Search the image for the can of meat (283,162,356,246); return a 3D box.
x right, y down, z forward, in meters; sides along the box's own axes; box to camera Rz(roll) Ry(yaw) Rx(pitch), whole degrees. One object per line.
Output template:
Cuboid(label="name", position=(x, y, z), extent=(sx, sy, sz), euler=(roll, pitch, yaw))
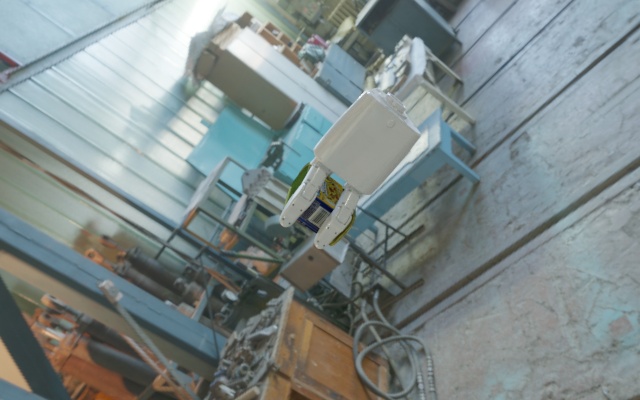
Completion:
Cuboid(label="can of meat", position=(0.000, 0.002, 0.670), extent=(0.084, 0.057, 0.102), euler=(36, 26, -15))
